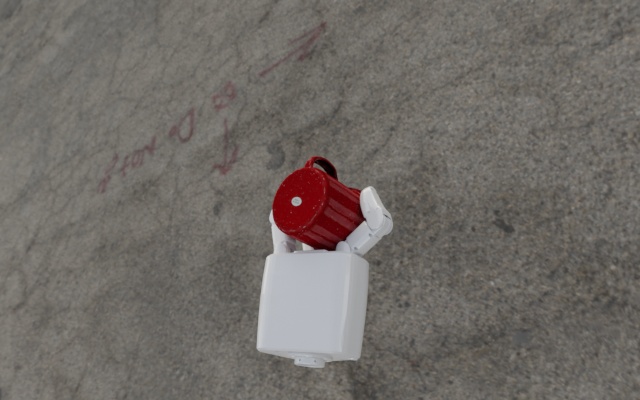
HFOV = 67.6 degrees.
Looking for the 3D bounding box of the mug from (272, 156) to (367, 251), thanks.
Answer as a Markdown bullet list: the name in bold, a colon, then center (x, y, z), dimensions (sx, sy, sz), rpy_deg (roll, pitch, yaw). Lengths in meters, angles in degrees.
- **mug**: center (0.000, 0.000, 0.555), dimensions (0.093, 0.117, 0.081), rpy_deg (-14, -30, 35)
